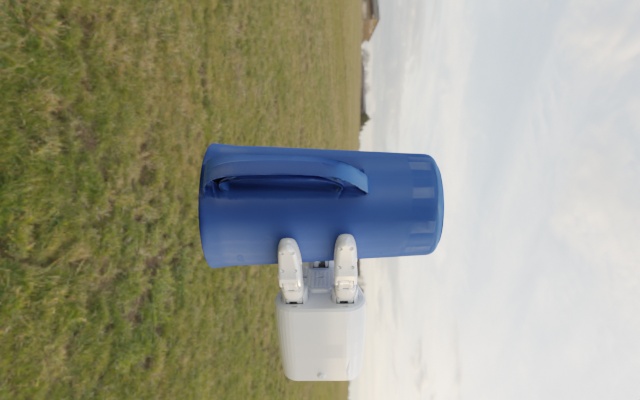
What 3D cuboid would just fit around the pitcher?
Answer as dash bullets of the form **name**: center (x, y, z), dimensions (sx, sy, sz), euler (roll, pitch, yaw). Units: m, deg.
- **pitcher**: center (0.000, 0.002, 0.500), dimensions (0.243, 0.145, 0.149), euler (-1, 23, 1)
